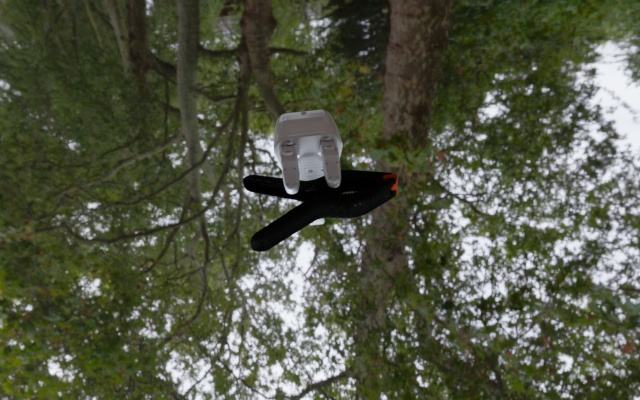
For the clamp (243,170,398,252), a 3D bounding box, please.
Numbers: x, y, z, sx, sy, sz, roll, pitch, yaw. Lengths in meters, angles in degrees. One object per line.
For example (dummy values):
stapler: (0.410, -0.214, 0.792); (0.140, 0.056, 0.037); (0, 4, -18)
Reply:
clamp: (0.001, 0.003, 0.618); (0.210, 0.036, 0.164); (-7, 33, -1)
